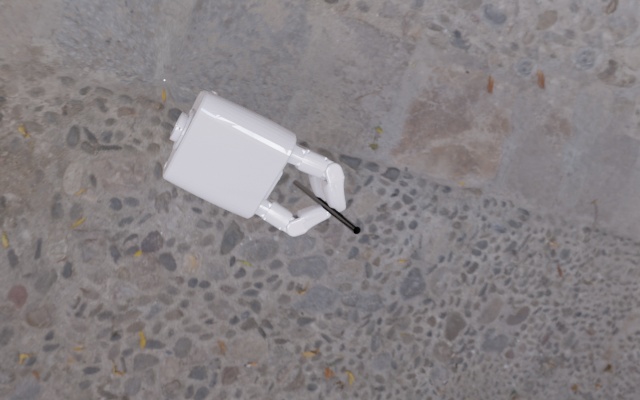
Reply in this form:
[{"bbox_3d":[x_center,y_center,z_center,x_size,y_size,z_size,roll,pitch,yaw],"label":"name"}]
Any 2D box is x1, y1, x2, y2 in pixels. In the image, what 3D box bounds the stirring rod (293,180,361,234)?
[{"bbox_3d":[0.000,0.002,0.588,0.011,0.011,0.239,0,13,-18],"label":"stirring rod"}]
